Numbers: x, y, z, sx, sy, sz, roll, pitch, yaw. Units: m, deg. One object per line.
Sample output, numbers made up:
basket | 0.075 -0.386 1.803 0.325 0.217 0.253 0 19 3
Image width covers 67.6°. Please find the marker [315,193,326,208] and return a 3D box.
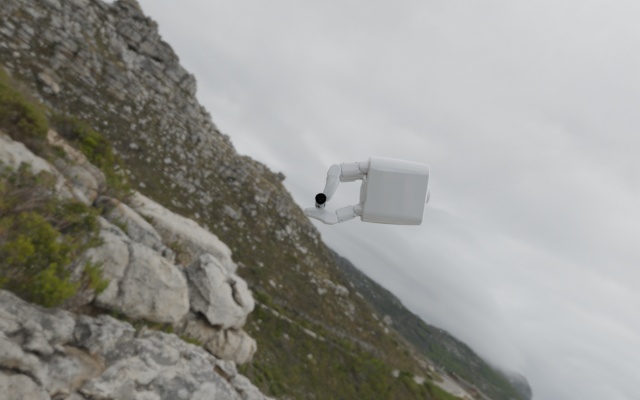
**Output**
marker | 0.000 0.003 0.824 0.020 0.020 0.121 0 -6 -1
